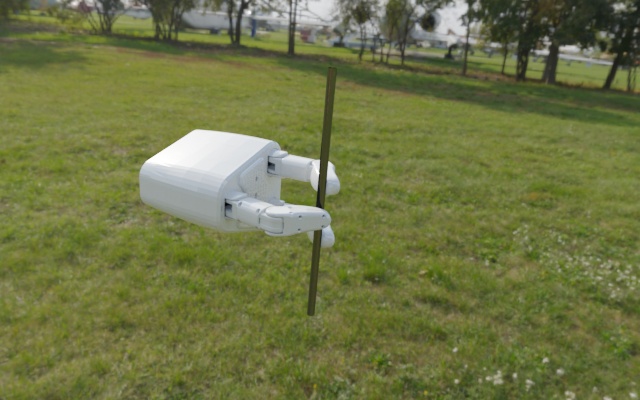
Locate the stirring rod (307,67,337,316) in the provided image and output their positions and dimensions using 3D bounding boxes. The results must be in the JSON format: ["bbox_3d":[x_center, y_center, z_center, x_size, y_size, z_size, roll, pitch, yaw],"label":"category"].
[{"bbox_3d":[0.000,0.002,0.441,0.011,0.240,0.011,4,20,-2],"label":"stirring rod"}]
